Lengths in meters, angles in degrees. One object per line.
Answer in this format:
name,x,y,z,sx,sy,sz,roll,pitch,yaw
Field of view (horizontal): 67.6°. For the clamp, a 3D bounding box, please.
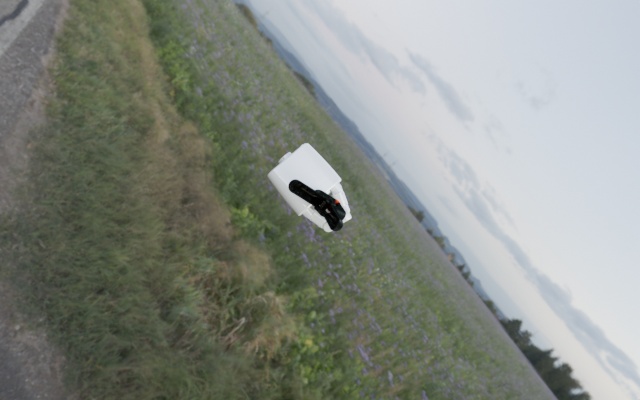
clamp,0.001,0.003,0.887,0.039,0.120,0.171,-43,-2,6
